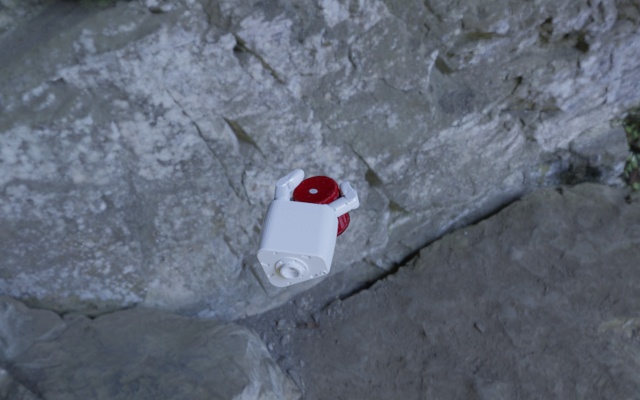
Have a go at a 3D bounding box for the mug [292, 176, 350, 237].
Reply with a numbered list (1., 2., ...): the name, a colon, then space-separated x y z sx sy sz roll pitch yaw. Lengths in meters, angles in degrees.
1. mug: 0.000 0.002 0.847 0.093 0.082 0.117 -6 41 13
